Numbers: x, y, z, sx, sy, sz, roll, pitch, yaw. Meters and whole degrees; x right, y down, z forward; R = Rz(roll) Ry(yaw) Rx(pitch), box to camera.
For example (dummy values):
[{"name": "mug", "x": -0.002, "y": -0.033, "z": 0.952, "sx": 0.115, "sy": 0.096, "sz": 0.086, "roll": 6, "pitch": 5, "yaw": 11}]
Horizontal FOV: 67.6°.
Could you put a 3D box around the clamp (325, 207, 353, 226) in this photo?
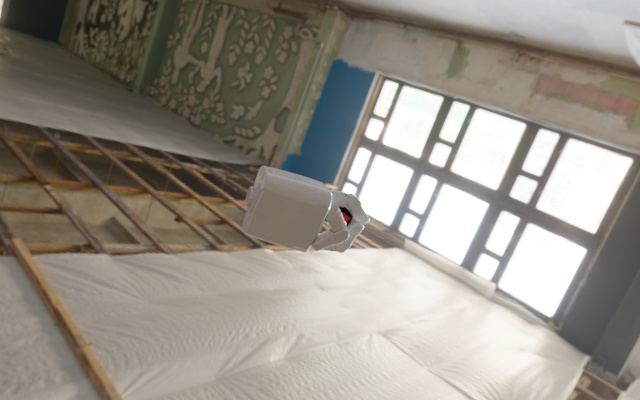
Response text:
[{"name": "clamp", "x": 0.000, "y": 0.003, "z": 0.842, "sx": 0.120, "sy": 0.039, "sz": 0.171, "roll": 17, "pitch": 11, "yaw": -17}]
